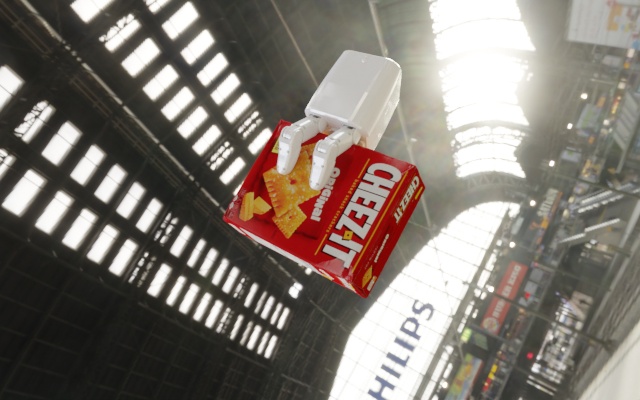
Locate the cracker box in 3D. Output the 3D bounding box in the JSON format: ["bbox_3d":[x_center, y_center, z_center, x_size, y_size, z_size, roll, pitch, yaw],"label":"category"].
[{"bbox_3d":[0.000,0.002,0.620,0.213,0.164,0.072,23,-13,30],"label":"cracker box"}]
